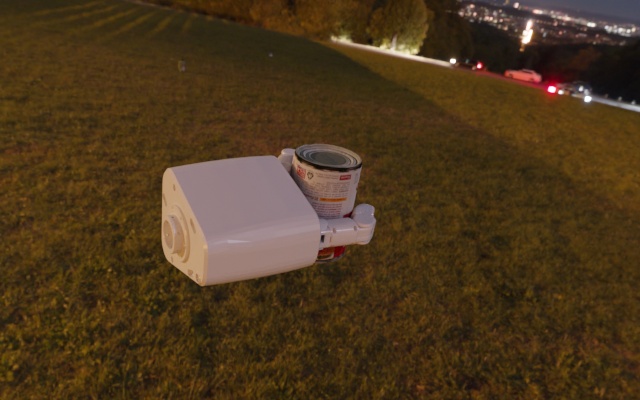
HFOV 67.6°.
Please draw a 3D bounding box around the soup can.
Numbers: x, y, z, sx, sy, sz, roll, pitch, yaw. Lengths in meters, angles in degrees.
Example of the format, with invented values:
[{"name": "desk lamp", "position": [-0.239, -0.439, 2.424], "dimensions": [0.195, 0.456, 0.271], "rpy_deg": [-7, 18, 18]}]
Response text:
[{"name": "soup can", "position": [0.001, 0.001, 0.478], "dimensions": [0.068, 0.102, 0.068], "rpy_deg": [8, 25, -4]}]
